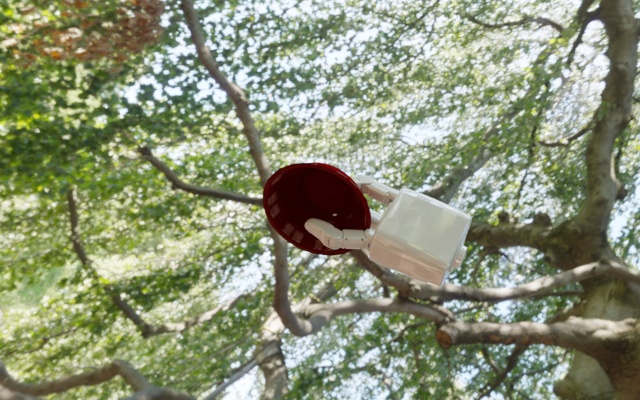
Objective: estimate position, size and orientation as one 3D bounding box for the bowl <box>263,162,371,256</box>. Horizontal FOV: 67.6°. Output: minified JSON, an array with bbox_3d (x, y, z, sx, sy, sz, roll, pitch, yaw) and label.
[{"bbox_3d":[-0.001,0.001,0.693,0.162,0.162,0.055,0,35,21],"label":"bowl"}]
